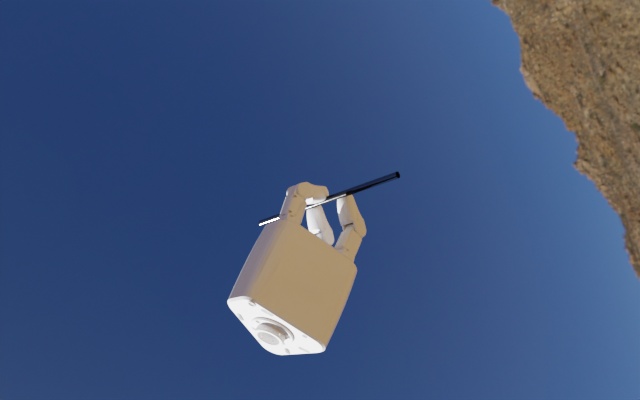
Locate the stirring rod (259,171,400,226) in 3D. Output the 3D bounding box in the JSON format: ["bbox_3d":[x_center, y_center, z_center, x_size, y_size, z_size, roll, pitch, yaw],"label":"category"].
[{"bbox_3d":[0.000,0.002,0.607,0.239,0.011,0.011,-20,-13,41],"label":"stirring rod"}]
